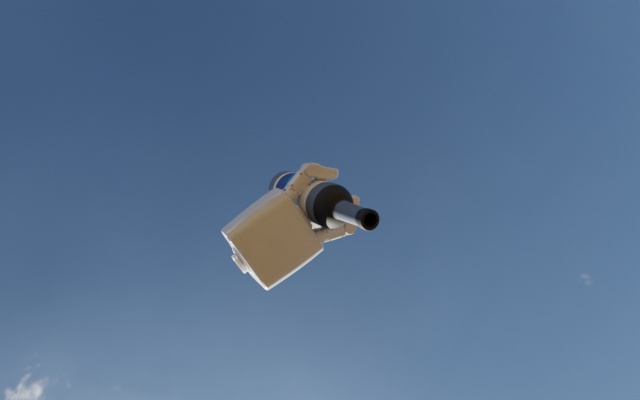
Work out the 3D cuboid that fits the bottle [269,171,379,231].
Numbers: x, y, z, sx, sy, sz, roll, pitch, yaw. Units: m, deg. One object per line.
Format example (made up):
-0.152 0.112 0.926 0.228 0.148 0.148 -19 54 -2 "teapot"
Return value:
0.000 0.002 0.729 0.069 0.069 0.295 0 9 -26 "bottle"
